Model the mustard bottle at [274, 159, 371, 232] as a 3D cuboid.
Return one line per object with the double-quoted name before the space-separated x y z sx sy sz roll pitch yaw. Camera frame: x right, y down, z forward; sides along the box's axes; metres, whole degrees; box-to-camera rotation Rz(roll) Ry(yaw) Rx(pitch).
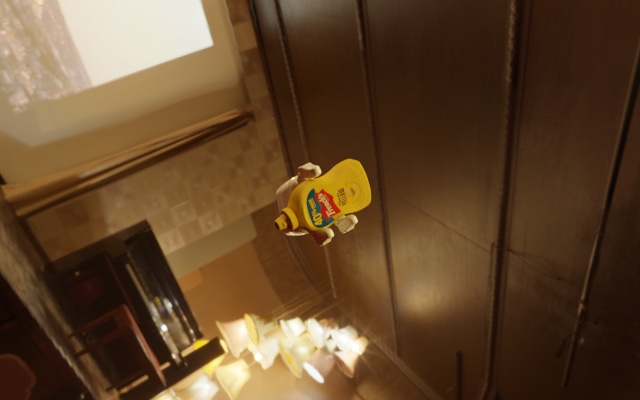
"mustard bottle" 0.001 0.003 0.878 0.191 0.096 0.058 -28 26 -23
